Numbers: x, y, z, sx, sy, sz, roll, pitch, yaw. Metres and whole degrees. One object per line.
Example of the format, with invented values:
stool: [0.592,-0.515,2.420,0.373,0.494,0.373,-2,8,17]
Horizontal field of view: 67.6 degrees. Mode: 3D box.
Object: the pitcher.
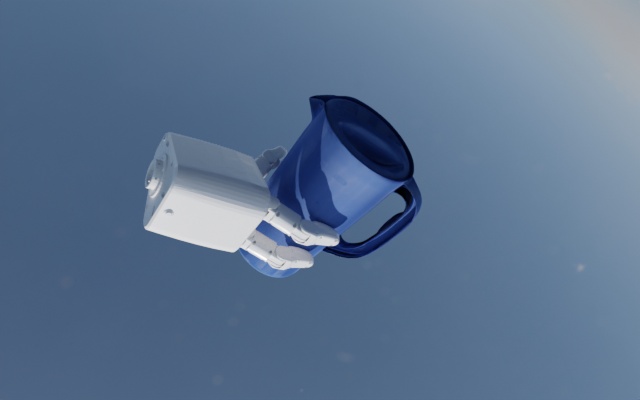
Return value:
pitcher: [0.000,0.002,0.609,0.145,0.149,0.243,16,-47,-34]
